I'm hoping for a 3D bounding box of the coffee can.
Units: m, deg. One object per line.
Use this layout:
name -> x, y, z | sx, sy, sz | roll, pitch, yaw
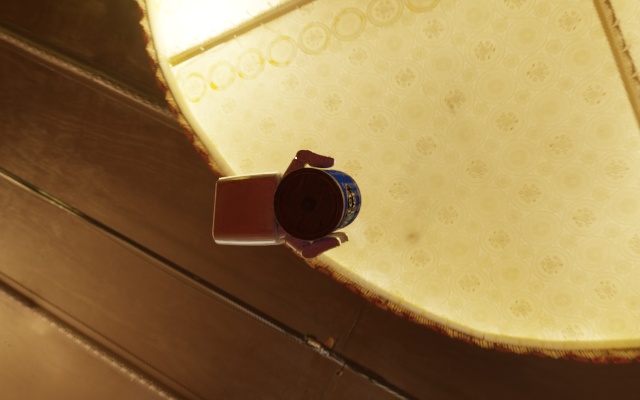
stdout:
coffee can -> 0.000, 0.002, 0.725 | 0.103, 0.103, 0.140 | 0, 3, 15
